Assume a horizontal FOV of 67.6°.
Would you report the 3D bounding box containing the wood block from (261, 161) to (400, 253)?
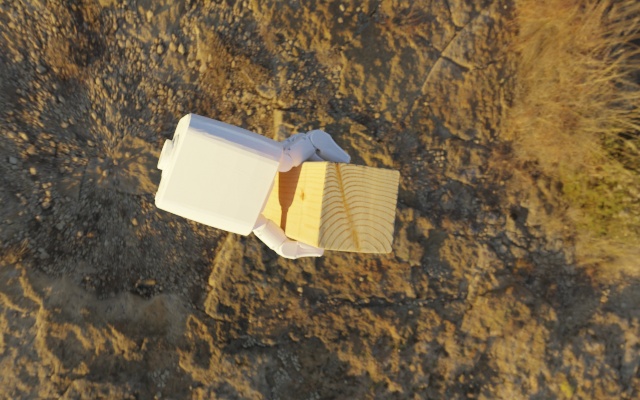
[{"bbox_3d":[0.000,0.002,0.583,0.090,0.091,0.206,6,2,-23],"label":"wood block"}]
